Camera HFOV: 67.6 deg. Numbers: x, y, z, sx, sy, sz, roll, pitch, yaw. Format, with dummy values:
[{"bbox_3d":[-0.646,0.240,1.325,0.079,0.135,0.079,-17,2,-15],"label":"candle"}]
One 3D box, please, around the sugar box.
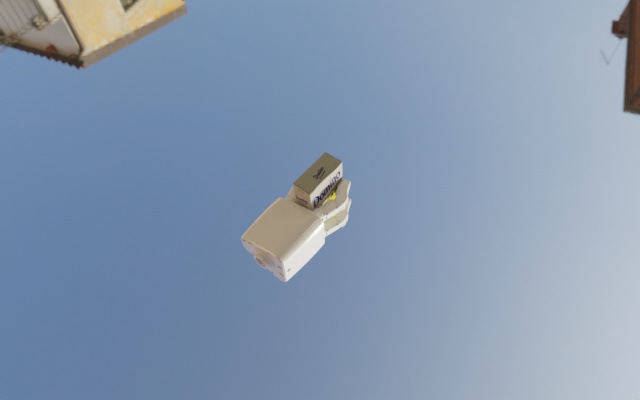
[{"bbox_3d":[0.000,0.003,0.892,0.048,0.093,0.176,33,-28,22],"label":"sugar box"}]
